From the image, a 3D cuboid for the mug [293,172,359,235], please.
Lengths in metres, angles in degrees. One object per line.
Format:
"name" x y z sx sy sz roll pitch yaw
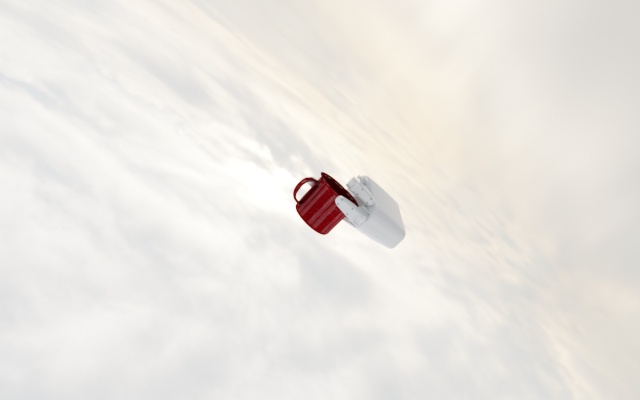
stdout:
"mug" -0.001 0.002 0.860 0.117 0.081 0.093 35 16 -33
